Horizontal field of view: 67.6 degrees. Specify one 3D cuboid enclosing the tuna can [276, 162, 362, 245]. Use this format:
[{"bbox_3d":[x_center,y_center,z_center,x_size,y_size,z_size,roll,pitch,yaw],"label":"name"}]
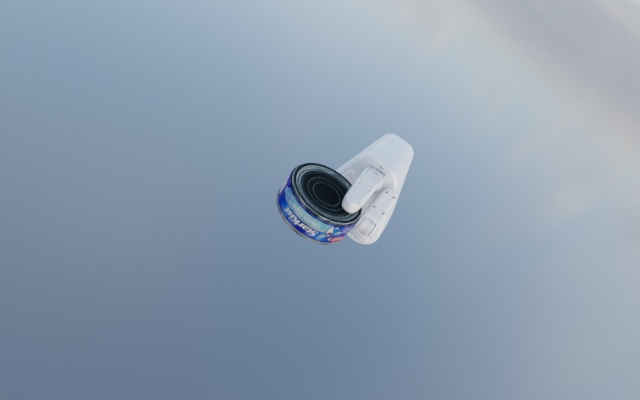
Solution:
[{"bbox_3d":[0.000,0.001,0.492,0.086,0.086,0.034,0,-39,-39],"label":"tuna can"}]
